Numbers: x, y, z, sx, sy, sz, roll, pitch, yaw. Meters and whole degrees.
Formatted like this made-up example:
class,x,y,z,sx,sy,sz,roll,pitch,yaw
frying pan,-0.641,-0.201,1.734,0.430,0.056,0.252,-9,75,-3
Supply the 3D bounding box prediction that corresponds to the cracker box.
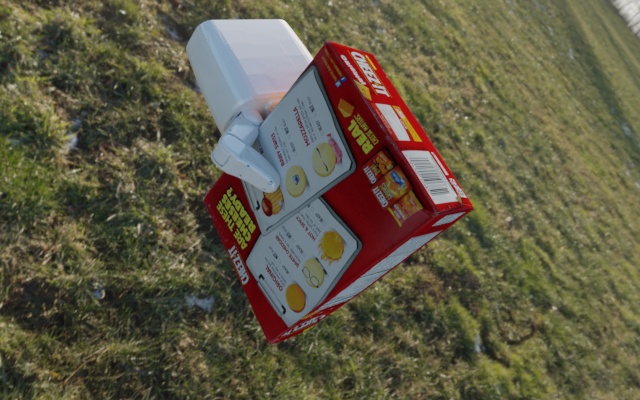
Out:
class,x,y,z,sx,sy,sz,roll,pitch,yaw
cracker box,0.000,0.001,0.419,0.072,0.164,0.214,-5,-32,-47
